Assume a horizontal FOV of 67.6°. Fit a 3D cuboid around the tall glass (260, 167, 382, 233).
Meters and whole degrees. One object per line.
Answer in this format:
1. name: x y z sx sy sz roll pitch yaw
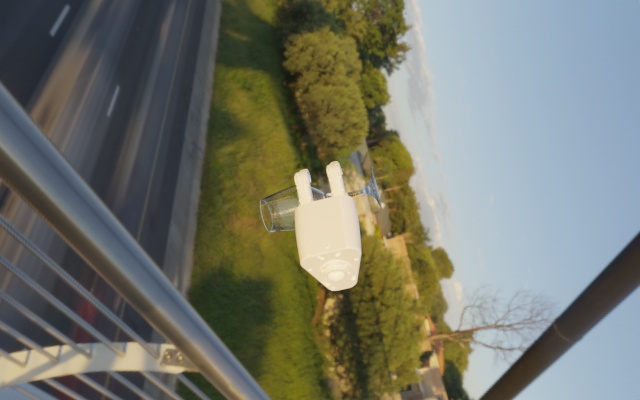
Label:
1. tall glass: 0.001 0.002 0.824 0.201 0.079 0.079 -14 -2 8
